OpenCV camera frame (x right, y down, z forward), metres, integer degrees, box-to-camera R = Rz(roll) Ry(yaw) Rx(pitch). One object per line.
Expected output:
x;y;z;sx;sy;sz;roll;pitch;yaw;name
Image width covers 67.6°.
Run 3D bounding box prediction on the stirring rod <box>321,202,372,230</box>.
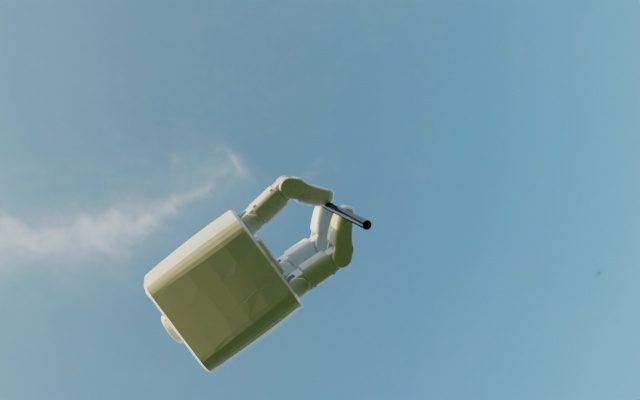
0.000;0.002;0.501;0.011;0.011;0.239;0;9;-19;stirring rod
